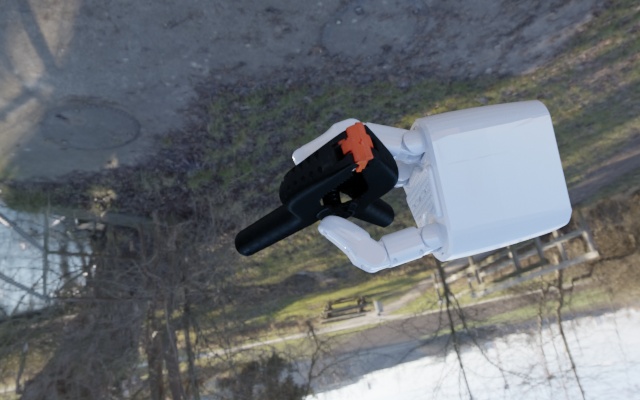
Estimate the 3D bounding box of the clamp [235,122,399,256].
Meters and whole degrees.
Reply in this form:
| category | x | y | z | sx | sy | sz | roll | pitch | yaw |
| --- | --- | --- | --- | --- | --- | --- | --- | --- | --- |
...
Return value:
| category | x | y | z | sx | sy | sz | roll | pitch | yaw |
| --- | --- | --- | --- | --- | --- | --- | --- | --- | --- |
| clamp | 0.001 | 0.002 | 0.400 | 0.164 | 0.036 | 0.210 | -14 | -18 | -7 |
